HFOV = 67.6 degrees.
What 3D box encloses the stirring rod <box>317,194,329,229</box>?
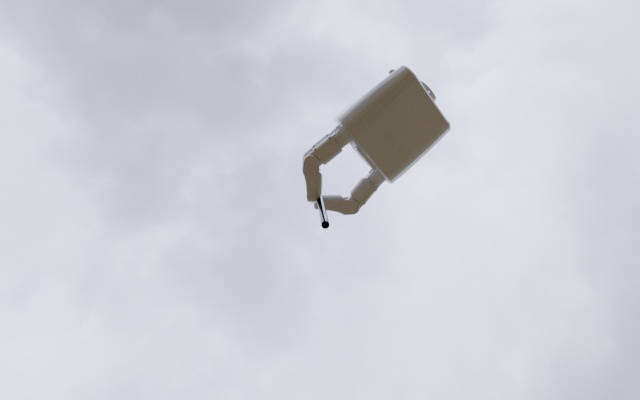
[{"bbox_3d":[0.000,0.002,0.578,0.011,0.011,0.239,0,10,-2],"label":"stirring rod"}]
